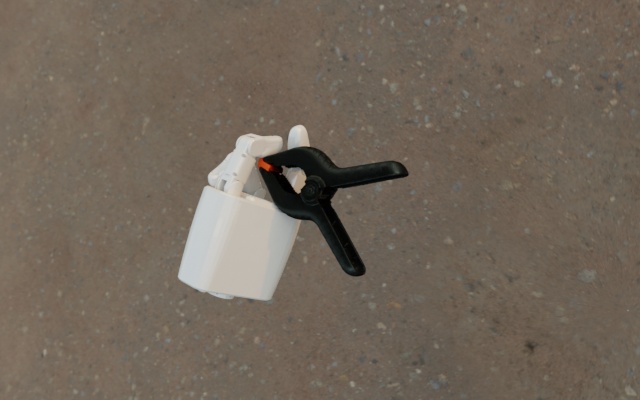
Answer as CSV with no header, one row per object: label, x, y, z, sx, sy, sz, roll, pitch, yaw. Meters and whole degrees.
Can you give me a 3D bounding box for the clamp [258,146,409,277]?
clamp,0.000,0.001,0.500,0.171,0.120,0.039,18,0,34
